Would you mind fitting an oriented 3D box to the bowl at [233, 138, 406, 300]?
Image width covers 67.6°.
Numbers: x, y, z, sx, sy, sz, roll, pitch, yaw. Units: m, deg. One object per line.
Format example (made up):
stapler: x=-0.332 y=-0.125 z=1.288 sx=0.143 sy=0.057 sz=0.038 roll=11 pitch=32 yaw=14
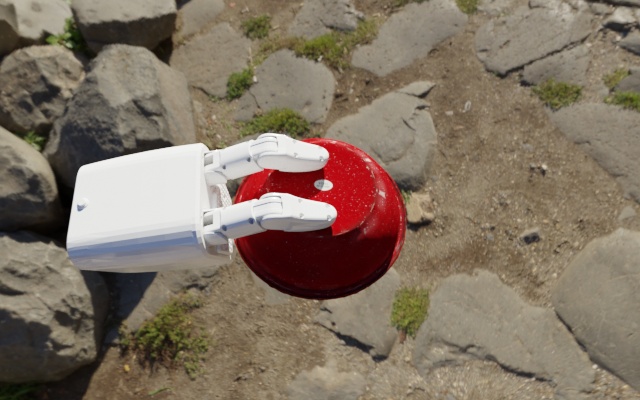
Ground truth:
bowl: x=0.001 y=0.001 z=0.418 sx=0.162 sy=0.162 sz=0.055 roll=0 pitch=-28 yaw=-3
